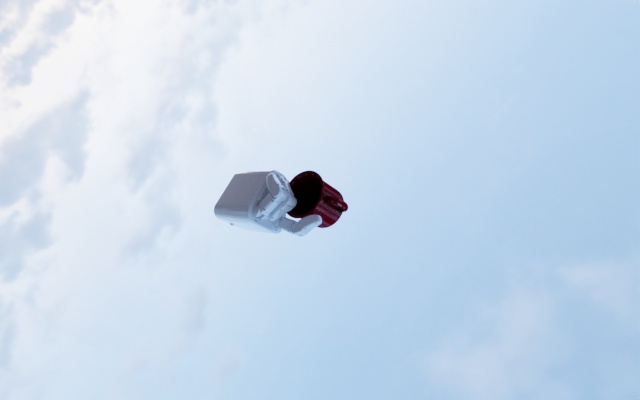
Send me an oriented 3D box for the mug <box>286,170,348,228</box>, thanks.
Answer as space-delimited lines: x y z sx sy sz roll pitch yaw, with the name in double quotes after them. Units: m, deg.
0.001 0.003 0.881 0.117 0.093 0.081 4 -18 39 "mug"
